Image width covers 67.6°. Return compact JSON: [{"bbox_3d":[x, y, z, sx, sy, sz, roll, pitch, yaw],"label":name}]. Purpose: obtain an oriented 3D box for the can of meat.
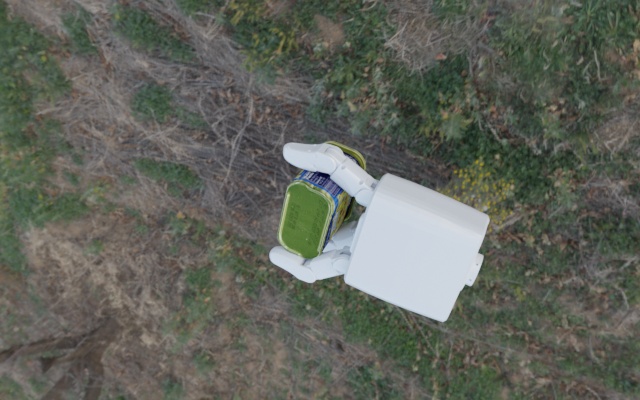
[{"bbox_3d":[0.000,0.002,0.509,0.057,0.102,0.084,25,41,12],"label":"can of meat"}]
